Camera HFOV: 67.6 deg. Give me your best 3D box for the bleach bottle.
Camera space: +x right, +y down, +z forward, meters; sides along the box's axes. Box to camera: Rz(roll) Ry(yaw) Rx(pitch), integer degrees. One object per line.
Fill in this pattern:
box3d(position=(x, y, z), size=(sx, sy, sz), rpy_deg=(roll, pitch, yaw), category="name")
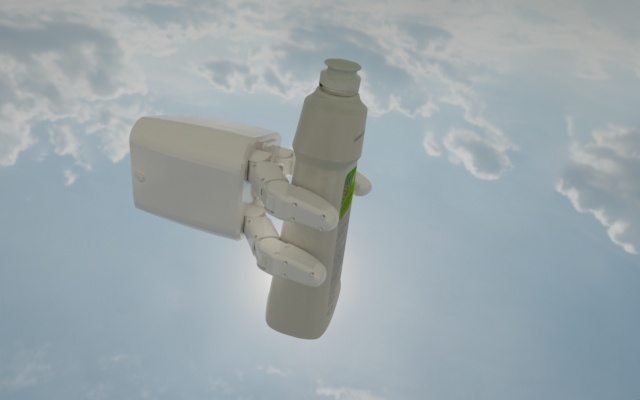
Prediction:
box3d(position=(0.000, 0.001, 0.422), size=(0.068, 0.251, 0.102), rpy_deg=(14, 31, 6), category="bleach bottle")
